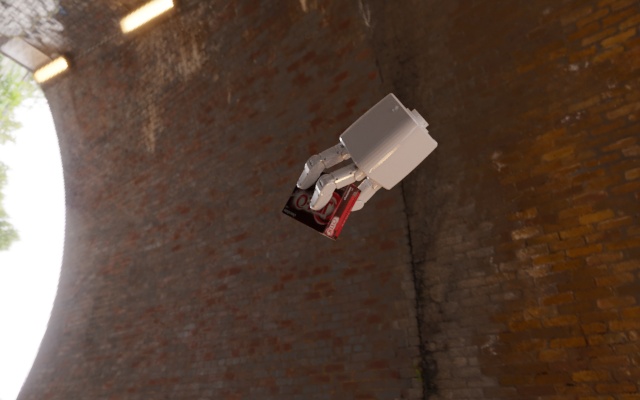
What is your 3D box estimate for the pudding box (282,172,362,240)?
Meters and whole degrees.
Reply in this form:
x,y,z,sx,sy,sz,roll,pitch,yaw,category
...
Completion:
x,y,z,sx,sy,sz,roll,pitch,yaw,category
0.000,0.003,0.765,0.039,0.090,0.113,33,-6,-41,pudding box
